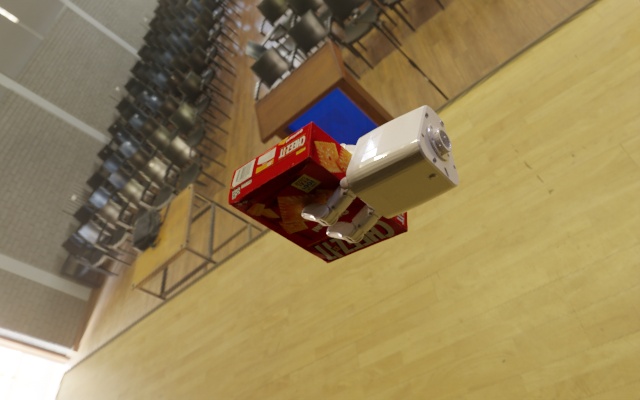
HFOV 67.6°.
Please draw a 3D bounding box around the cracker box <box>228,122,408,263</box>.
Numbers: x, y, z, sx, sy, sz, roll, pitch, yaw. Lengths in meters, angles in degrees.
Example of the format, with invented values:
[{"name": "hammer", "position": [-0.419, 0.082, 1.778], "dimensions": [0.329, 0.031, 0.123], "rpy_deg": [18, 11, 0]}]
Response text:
[{"name": "cracker box", "position": [0.000, 0.002, 0.695], "dimensions": [0.164, 0.072, 0.214], "rpy_deg": [-26, -47, 35]}]
